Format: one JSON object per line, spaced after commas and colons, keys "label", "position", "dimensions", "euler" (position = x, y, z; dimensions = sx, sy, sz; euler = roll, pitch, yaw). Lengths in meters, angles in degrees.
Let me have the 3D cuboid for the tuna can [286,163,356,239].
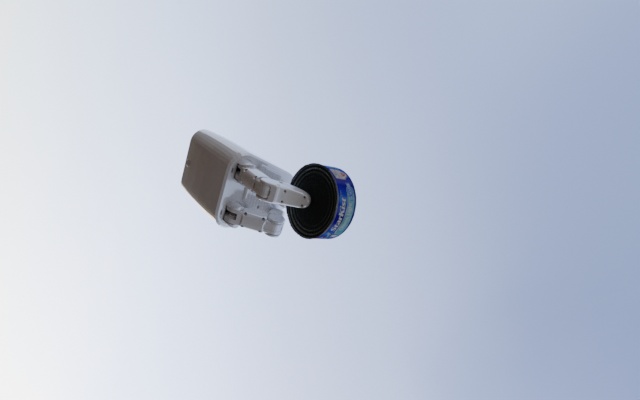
{"label": "tuna can", "position": [0.001, 0.002, 0.546], "dimensions": [0.034, 0.086, 0.086], "euler": [6, -4, -43]}
